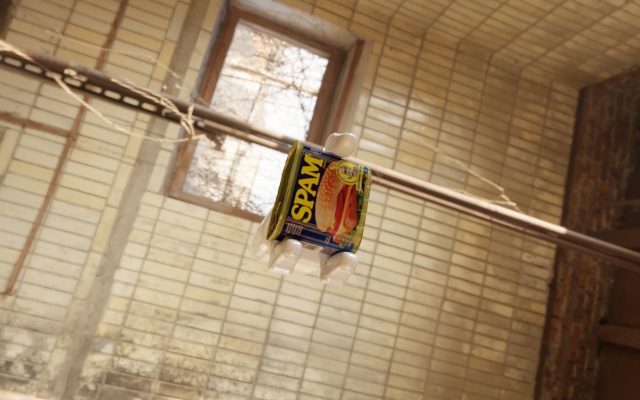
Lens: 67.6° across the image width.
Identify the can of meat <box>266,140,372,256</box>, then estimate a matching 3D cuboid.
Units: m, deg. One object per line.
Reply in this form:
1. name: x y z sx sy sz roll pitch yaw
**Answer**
1. can of meat: 0.000 0.002 0.481 0.084 0.102 0.057 18 -23 -13
